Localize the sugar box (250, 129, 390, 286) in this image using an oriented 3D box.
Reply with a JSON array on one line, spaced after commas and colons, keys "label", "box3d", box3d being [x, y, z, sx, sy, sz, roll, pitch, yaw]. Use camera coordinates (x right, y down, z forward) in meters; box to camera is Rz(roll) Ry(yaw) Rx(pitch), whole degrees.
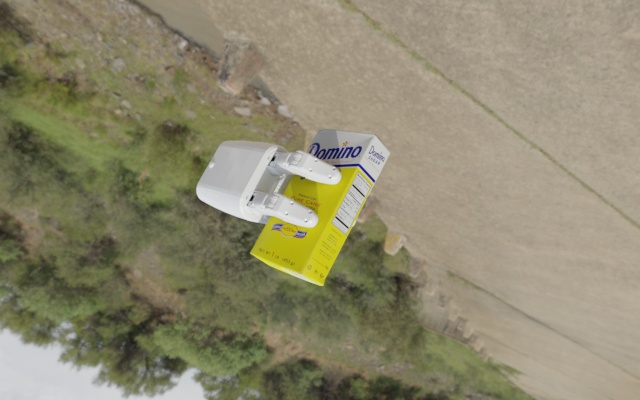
[{"label": "sugar box", "box3d": [0.000, 0.002, 0.548, 0.093, 0.176, 0.048, 14, -17, 44]}]
